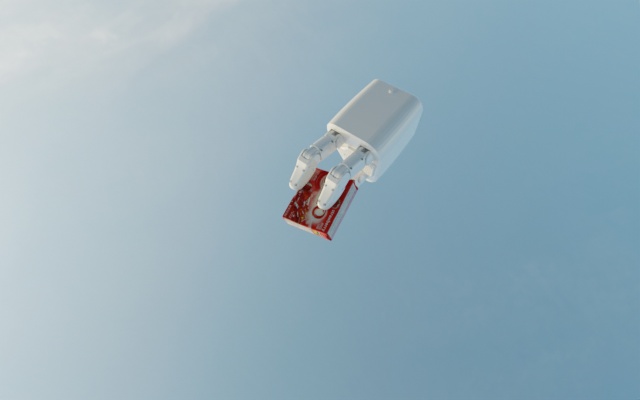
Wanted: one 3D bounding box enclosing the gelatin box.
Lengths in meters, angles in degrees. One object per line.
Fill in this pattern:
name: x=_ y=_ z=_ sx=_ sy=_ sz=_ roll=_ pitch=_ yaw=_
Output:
gelatin box: x=0.000 y=0.003 z=0.665 sx=0.073 sy=0.089 sz=0.030 roll=20 pitch=-18 yaw=25
